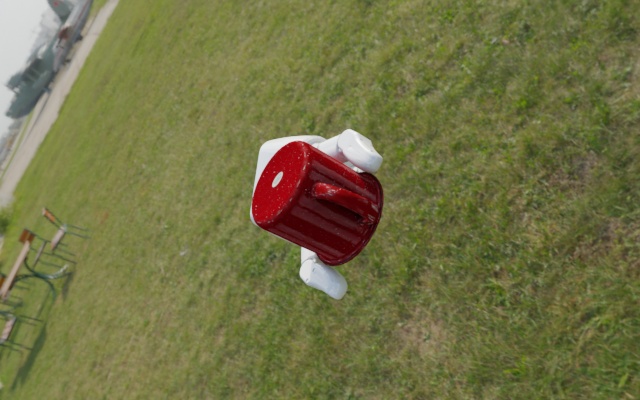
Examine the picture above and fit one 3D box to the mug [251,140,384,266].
[{"bbox_3d":[0.001,0.001,0.405,0.081,0.093,0.117,28,-9,-31],"label":"mug"}]
